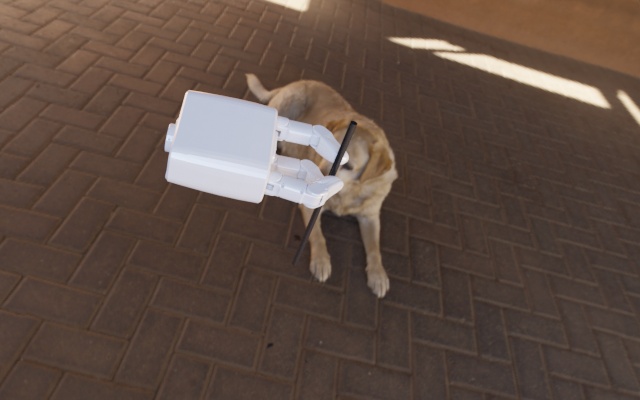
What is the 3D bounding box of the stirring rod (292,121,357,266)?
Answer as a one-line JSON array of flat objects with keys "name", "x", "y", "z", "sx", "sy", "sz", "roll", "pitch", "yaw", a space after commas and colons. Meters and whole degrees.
[{"name": "stirring rod", "x": 0.000, "y": 0.002, "z": 0.596, "sx": 0.011, "sy": 0.240, "sz": 0.011, "roll": 13, "pitch": 40, "yaw": -11}]
